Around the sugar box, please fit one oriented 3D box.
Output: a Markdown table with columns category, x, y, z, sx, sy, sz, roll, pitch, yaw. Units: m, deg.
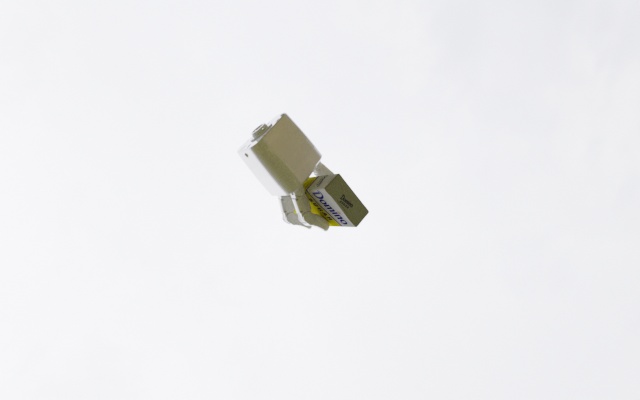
| category | x | y | z | sx | sy | sz | roll | pitch | yaw |
| --- | --- | --- | --- | --- | --- | --- | --- | --- | --- |
| sugar box | 0.000 | 0.003 | 0.864 | 0.048 | 0.093 | 0.176 | -48 | 21 | -21 |
